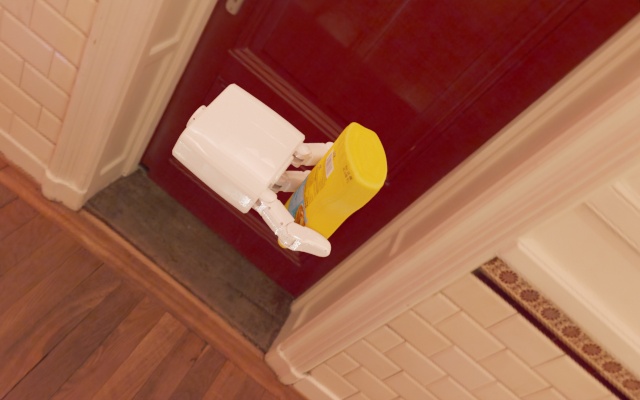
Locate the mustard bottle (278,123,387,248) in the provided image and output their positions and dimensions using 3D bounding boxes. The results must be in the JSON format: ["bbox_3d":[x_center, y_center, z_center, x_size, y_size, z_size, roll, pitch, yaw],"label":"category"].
[{"bbox_3d":[0.001,0.002,0.571,0.058,0.096,0.192,22,-46,-24],"label":"mustard bottle"}]
